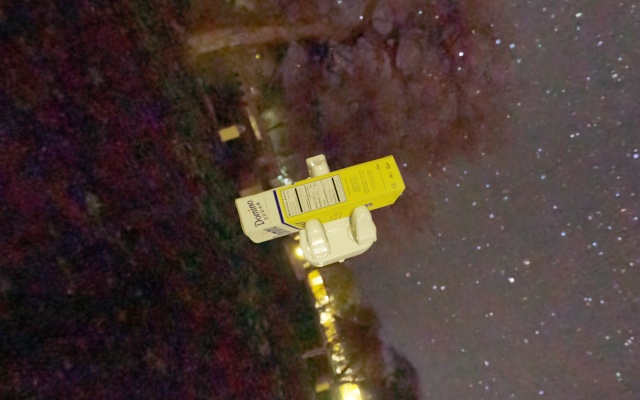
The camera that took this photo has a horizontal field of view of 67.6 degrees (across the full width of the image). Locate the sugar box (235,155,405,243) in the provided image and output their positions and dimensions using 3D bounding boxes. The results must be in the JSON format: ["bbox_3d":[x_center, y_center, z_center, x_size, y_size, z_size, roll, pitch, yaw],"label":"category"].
[{"bbox_3d":[0.000,0.002,0.542,0.176,0.048,0.093,-19,-11,-3],"label":"sugar box"}]
